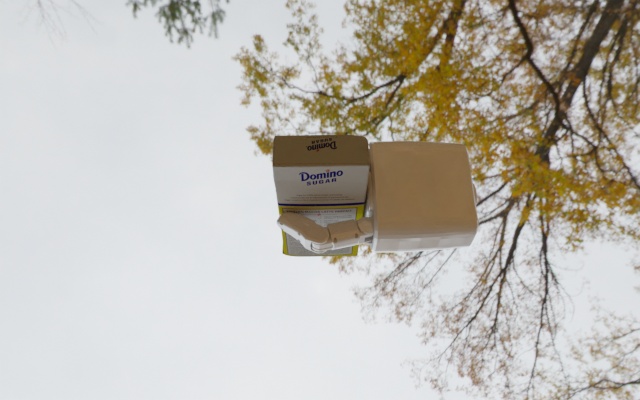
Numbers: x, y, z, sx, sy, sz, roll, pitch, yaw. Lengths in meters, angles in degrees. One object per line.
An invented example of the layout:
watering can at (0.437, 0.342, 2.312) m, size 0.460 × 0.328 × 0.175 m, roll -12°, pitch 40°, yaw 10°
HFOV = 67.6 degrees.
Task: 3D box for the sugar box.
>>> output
sugar box at (0.000, 0.001, 0.520) m, size 0.093 × 0.048 × 0.176 m, roll 0°, pitch -37°, yaw -1°
